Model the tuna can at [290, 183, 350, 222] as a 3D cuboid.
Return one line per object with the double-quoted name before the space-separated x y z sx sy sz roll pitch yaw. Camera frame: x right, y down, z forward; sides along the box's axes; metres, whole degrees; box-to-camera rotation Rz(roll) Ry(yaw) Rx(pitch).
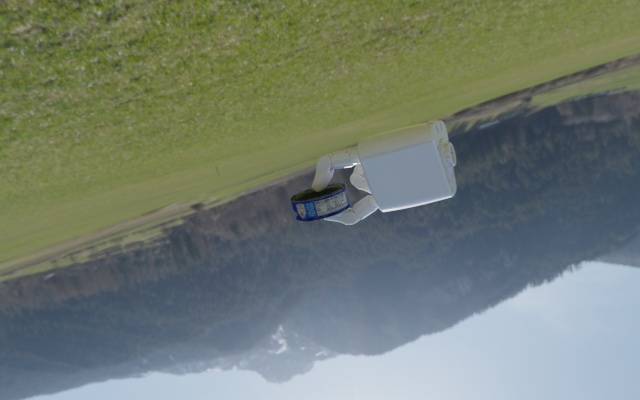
"tuna can" 0.000 0.003 0.713 0.086 0.034 0.086 -14 11 3
